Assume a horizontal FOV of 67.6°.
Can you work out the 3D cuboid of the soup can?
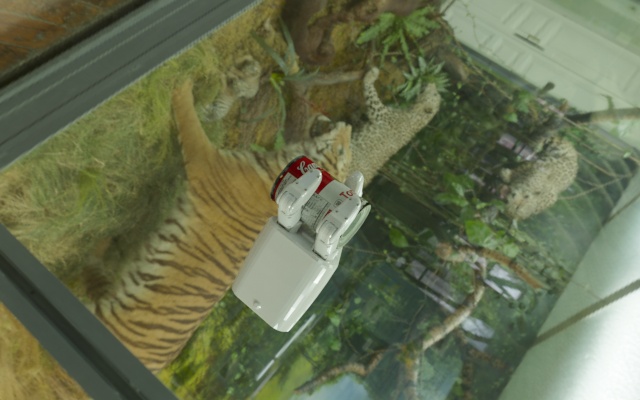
[{"bbox_3d":[0.001,0.002,0.569,0.102,0.068,0.068,37,11,15],"label":"soup can"}]
